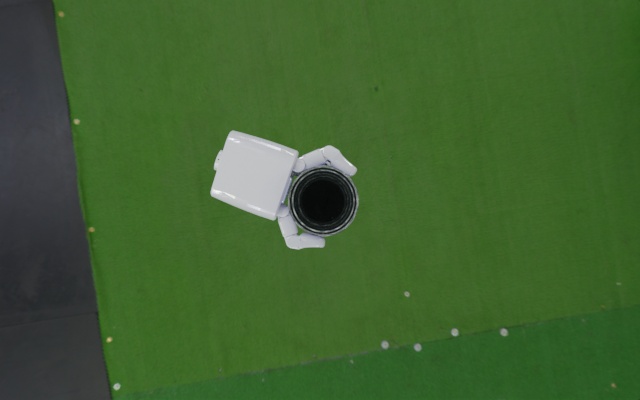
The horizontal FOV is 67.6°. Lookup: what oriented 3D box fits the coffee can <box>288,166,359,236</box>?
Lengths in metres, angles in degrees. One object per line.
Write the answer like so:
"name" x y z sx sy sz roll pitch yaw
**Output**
"coffee can" 0.000 0.003 0.753 0.103 0.103 0.140 0 -1 -4
